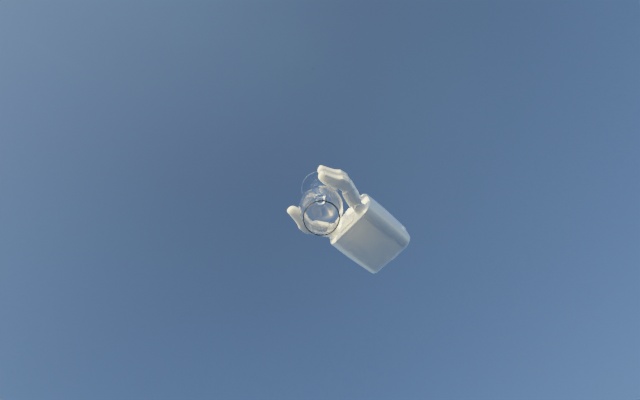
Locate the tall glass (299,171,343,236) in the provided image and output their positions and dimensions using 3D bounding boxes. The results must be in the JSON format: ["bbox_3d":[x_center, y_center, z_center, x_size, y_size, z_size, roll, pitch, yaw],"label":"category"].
[{"bbox_3d":[0.000,0.003,0.881,0.079,0.079,0.201,0,15,-1],"label":"tall glass"}]
